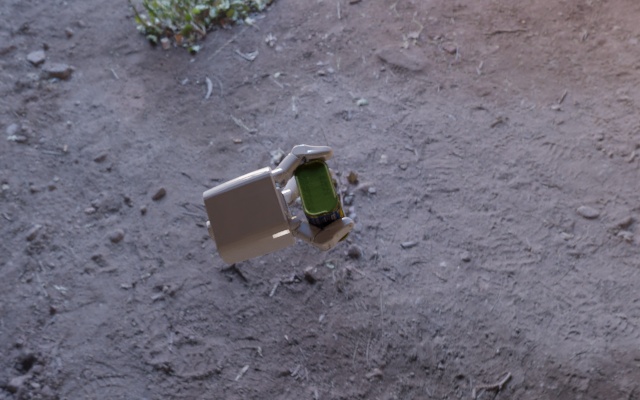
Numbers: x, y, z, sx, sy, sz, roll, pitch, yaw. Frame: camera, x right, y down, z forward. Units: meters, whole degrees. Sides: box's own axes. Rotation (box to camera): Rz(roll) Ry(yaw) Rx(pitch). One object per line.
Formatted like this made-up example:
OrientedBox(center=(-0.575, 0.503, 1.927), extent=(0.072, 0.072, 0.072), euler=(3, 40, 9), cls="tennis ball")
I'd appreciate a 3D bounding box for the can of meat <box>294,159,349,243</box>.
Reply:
OrientedBox(center=(0.000, 0.002, 0.702), extent=(0.057, 0.102, 0.084), euler=(-18, -34, 1), cls="can of meat")
